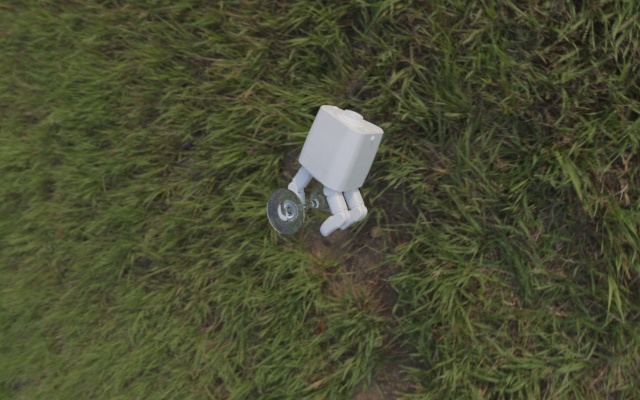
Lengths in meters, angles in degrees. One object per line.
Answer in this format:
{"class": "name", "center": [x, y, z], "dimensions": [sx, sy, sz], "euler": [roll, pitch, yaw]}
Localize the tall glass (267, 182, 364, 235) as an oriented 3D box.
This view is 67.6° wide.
{"class": "tall glass", "center": [0.000, 0.003, 0.830], "dimensions": [0.079, 0.079, 0.201], "euler": [0, 8, 34]}
